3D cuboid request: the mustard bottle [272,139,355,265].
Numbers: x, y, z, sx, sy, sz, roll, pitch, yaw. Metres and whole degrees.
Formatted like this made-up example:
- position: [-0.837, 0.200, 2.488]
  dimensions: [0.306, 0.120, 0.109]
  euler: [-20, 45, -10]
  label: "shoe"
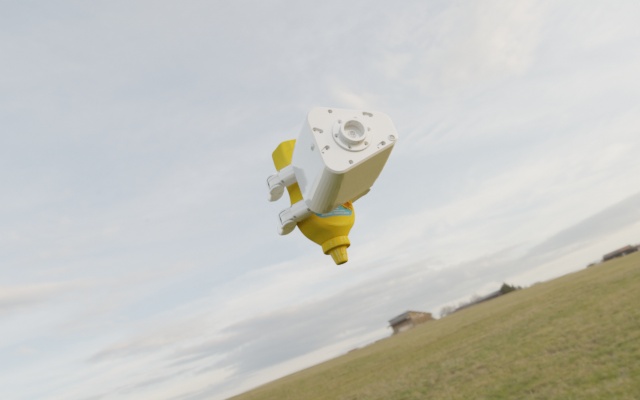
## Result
- position: [0.000, 0.002, 0.693]
  dimensions: [0.096, 0.191, 0.058]
  euler: [-3, -27, -39]
  label: "mustard bottle"
